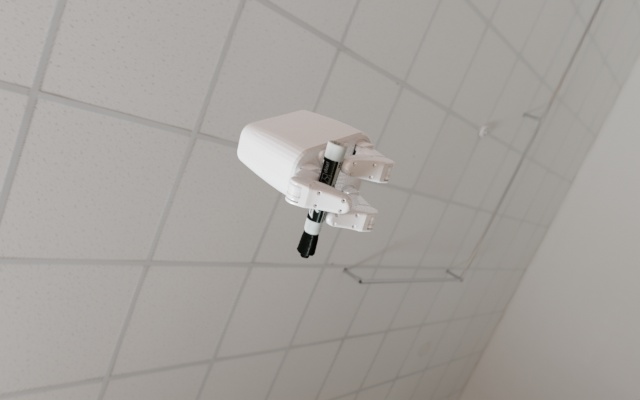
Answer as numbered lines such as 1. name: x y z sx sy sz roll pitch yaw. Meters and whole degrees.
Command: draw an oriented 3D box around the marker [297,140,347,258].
1. marker: 0.000 0.002 0.464 0.020 0.121 0.020 15 18 -5
